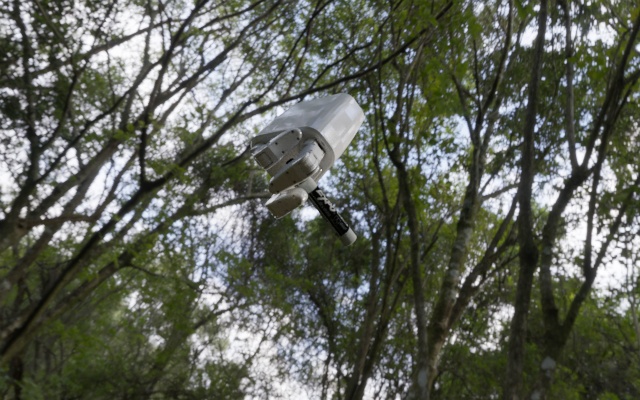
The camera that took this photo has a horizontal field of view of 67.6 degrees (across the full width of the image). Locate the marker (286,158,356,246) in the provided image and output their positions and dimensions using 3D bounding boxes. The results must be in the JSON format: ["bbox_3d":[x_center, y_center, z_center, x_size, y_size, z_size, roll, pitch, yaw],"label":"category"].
[{"bbox_3d":[0.000,0.002,0.546,0.020,0.121,0.020,-34,16,11],"label":"marker"}]
